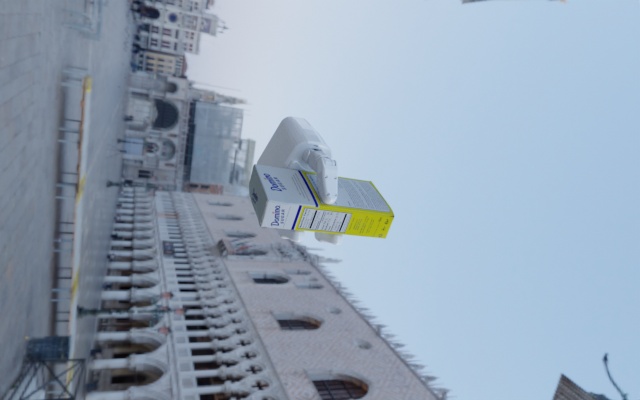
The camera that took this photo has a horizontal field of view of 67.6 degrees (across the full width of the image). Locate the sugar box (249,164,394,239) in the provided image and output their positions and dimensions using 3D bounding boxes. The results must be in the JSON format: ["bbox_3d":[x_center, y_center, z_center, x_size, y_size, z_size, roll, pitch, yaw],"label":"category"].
[{"bbox_3d":[0.000,0.002,0.624,0.176,0.048,0.093,5,30,-22],"label":"sugar box"}]
